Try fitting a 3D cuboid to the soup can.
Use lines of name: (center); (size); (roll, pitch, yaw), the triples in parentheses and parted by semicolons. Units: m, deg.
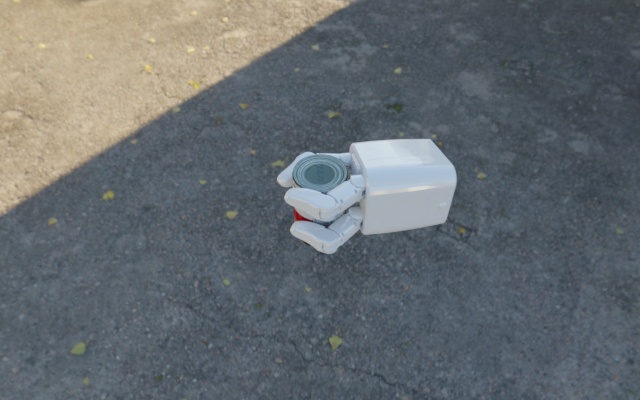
soup can: (0.000, 0.002, 0.593); (0.068, 0.068, 0.102); (0, -44, 0)
